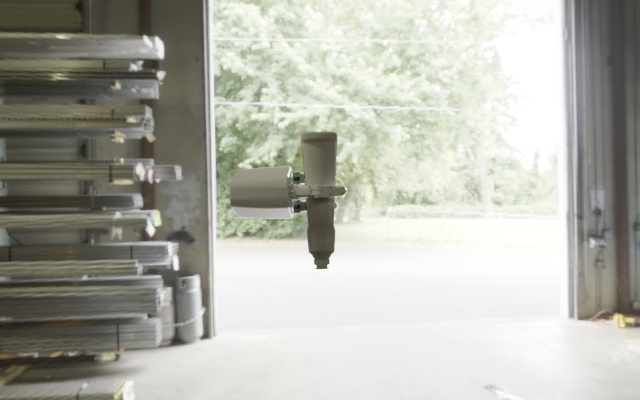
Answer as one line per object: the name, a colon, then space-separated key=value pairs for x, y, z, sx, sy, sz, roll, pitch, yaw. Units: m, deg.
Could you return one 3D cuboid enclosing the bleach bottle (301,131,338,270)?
bleach bottle: x=0.000 y=0.003 z=0.890 sx=0.068 sy=0.251 sz=0.102 roll=-1 pitch=0 yaw=1
